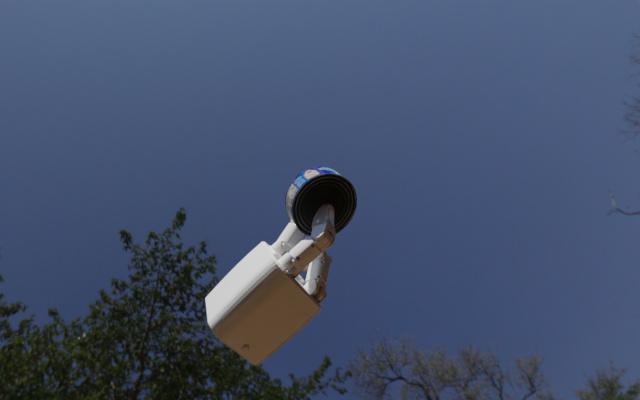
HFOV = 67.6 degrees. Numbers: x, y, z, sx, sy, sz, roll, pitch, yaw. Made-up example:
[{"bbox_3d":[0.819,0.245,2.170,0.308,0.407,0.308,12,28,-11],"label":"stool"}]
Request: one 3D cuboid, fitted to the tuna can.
[{"bbox_3d":[0.000,0.002,0.597,0.086,0.086,0.033,0,22,-24],"label":"tuna can"}]
